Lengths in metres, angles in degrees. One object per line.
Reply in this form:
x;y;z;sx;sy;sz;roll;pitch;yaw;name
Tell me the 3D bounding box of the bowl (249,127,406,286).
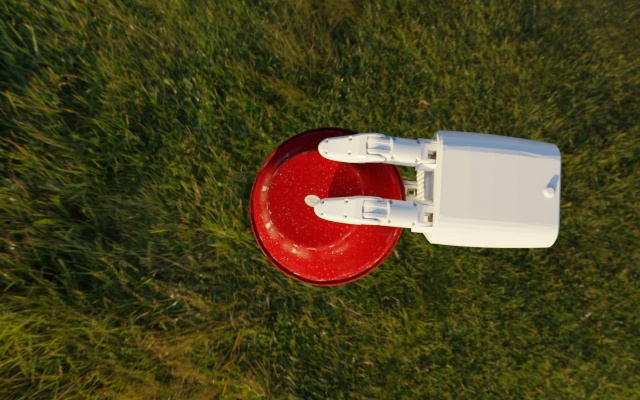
-0.001;0.002;0.458;0.162;0.162;0.055;0;-6;12;bowl
